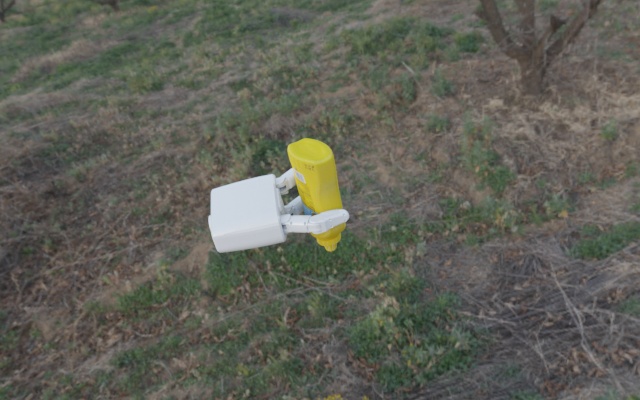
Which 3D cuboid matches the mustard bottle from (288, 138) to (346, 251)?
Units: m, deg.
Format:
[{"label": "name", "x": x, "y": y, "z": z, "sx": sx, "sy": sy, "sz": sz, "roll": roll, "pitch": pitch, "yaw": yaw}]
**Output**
[{"label": "mustard bottle", "x": 0.000, "y": 0.002, "z": 0.762, "sx": 0.058, "sy": 0.192, "sz": 0.096, "roll": -25, "pitch": 34, "yaw": -20}]
